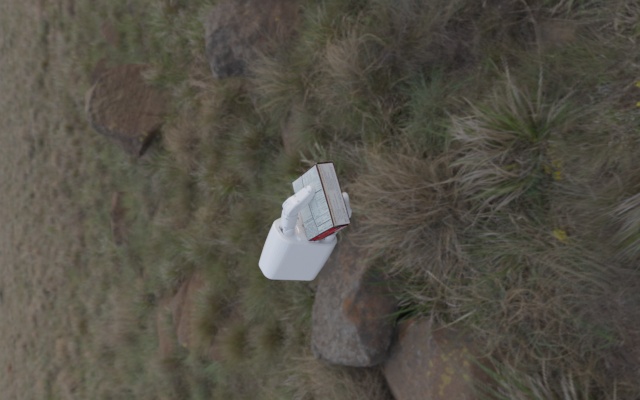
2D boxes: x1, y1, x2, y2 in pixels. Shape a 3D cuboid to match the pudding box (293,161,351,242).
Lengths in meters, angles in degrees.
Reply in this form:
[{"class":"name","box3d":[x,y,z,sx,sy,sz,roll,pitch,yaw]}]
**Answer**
[{"class":"pudding box","box3d":[0.000,0.003,0.793,0.039,0.113,0.090,-9,-13,-34]}]
